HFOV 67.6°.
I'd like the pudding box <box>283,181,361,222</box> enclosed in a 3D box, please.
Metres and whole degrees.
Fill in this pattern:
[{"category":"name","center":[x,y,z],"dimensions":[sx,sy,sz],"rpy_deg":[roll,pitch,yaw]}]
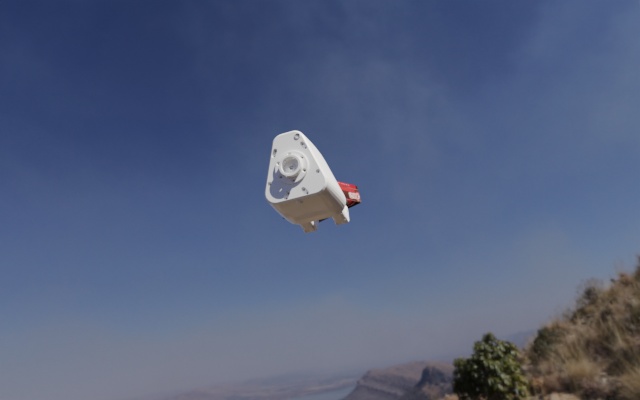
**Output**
[{"category":"pudding box","center":[0.000,0.003,0.840],"dimensions":[0.113,0.039,0.090],"rpy_deg":[-25,-25,38]}]
